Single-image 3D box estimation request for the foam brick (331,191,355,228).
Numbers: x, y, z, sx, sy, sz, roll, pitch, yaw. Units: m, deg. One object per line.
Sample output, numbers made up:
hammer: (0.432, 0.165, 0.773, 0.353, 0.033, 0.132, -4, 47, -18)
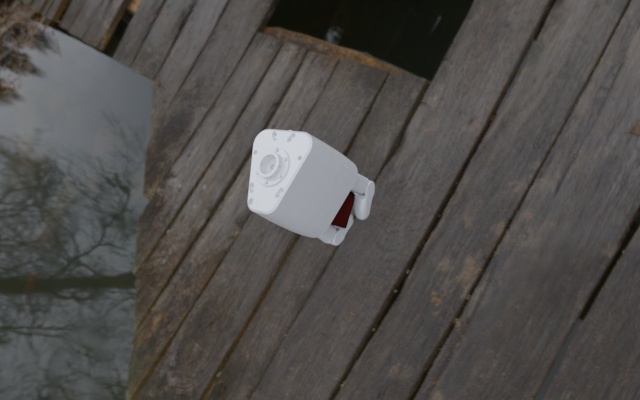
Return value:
foam brick: (0.000, 0.002, 0.671, 0.078, 0.053, 0.051, 10, -11, 36)
